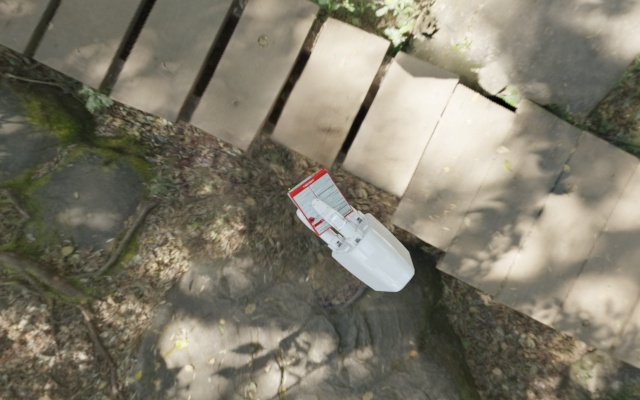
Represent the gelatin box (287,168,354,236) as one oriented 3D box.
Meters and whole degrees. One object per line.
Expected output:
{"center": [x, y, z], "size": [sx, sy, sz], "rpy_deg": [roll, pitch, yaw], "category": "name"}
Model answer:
{"center": [0.000, 0.002, 0.787], "size": [0.073, 0.089, 0.030], "rpy_deg": [-36, 14, -4], "category": "gelatin box"}
